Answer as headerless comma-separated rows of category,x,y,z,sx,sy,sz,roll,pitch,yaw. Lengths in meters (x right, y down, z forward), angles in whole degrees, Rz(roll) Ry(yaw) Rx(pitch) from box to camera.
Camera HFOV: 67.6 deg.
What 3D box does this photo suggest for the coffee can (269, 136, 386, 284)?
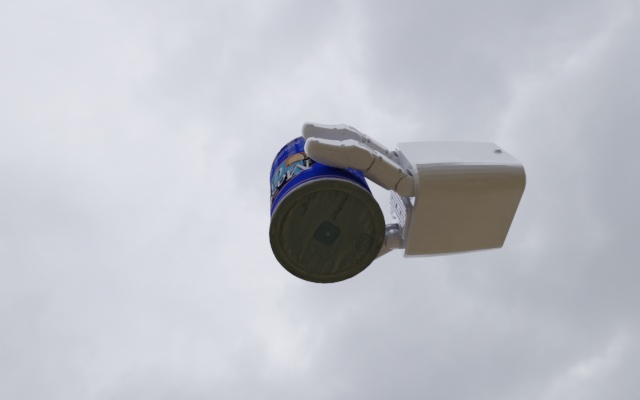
coffee can,0.000,0.002,0.478,0.103,0.103,0.140,0,24,-6
